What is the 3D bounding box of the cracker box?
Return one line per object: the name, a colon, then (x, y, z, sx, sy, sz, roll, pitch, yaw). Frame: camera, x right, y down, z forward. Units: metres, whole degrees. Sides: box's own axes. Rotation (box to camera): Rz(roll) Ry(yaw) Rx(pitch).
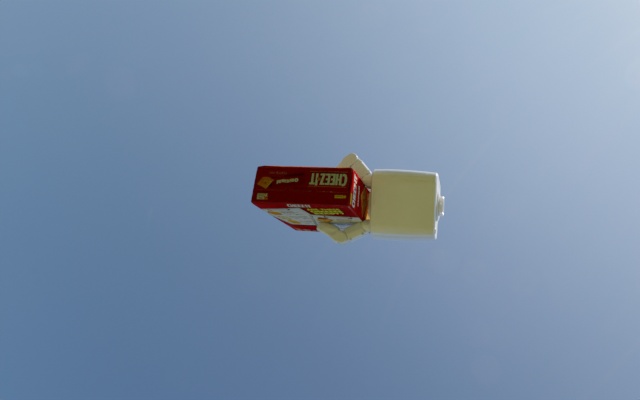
cracker box: (0.000, 0.003, 0.835, 0.164, 0.072, 0.214, 2, -15, 18)
